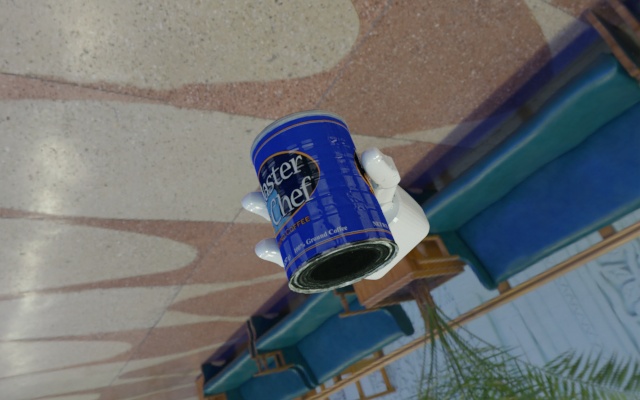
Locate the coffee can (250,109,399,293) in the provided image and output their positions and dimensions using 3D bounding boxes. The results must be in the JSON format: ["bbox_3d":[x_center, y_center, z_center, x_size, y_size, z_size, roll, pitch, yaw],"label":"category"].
[{"bbox_3d":[0.000,0.001,0.449,0.103,0.140,0.103,-16,-27,-8],"label":"coffee can"}]
